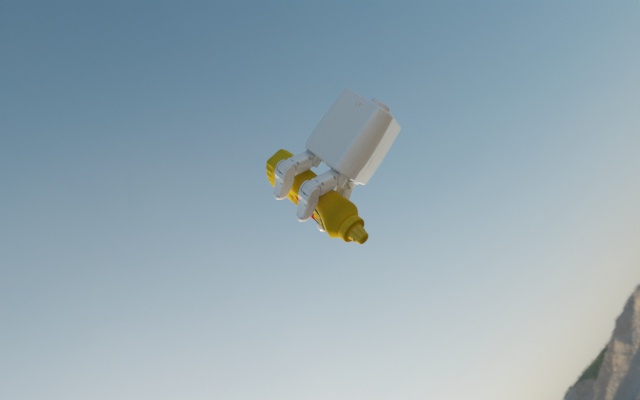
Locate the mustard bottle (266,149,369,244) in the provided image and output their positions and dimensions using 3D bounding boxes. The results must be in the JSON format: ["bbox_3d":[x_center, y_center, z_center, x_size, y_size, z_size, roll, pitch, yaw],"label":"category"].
[{"bbox_3d":[0.000,0.002,0.713,0.191,0.058,0.096,40,-15,33],"label":"mustard bottle"}]
